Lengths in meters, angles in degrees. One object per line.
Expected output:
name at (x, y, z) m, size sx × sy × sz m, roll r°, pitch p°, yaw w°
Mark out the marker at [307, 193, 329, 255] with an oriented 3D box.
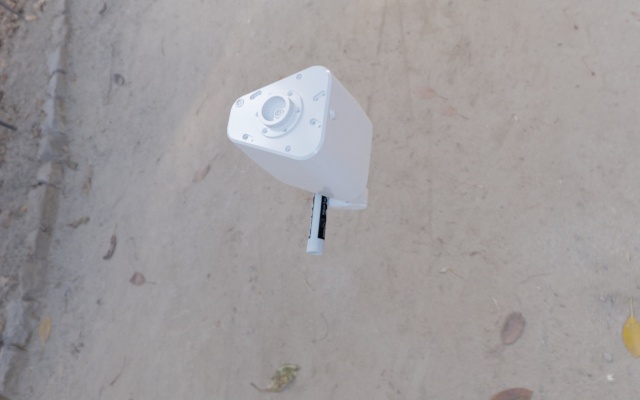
marker at (0.000, 0.002, 0.553) m, size 0.020 × 0.121 × 0.020 m, roll 6°, pitch -17°, yaw 2°
